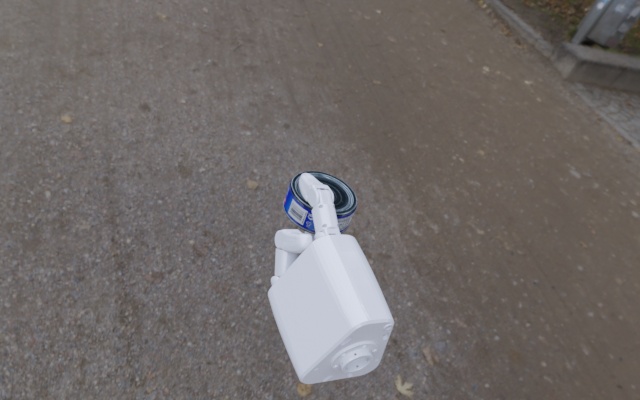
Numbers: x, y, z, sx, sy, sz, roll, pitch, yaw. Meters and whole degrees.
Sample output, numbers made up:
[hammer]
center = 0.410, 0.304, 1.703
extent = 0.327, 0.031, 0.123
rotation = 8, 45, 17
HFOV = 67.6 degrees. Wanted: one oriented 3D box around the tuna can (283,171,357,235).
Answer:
[tuna can]
center = 0.000, 0.001, 0.575
extent = 0.086, 0.034, 0.086
rotation = 14, 36, -10
